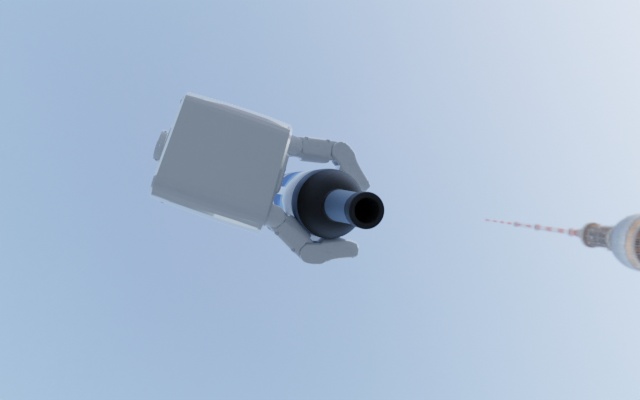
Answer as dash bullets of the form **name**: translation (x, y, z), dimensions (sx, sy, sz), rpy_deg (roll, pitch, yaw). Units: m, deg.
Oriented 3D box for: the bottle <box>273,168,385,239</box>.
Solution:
- **bottle**: translation (0.000, 0.002, 0.486), dimensions (0.069, 0.069, 0.295), rpy_deg (0, 2, -13)
